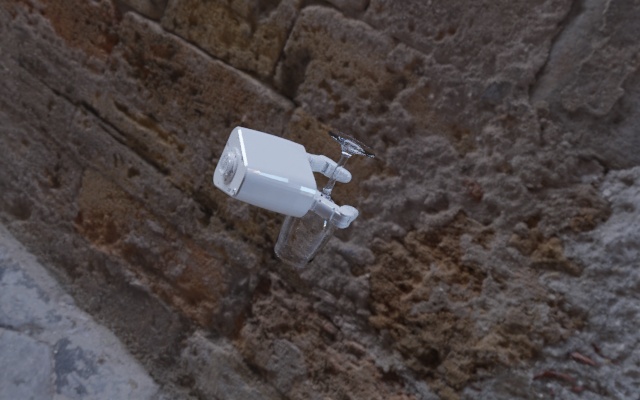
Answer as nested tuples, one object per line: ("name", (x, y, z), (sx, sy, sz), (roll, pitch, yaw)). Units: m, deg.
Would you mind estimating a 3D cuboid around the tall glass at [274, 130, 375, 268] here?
("tall glass", (0.001, 0.002, 0.704), (0.079, 0.201, 0.079), (25, 19, -9))
